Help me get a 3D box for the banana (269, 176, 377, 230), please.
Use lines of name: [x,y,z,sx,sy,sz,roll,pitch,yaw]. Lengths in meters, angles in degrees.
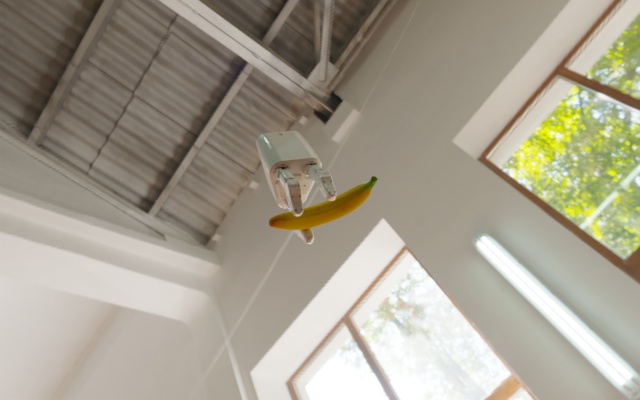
banana: [0.007,0.012,0.831,0.198,0.037,0.070,-24,-40,-3]
